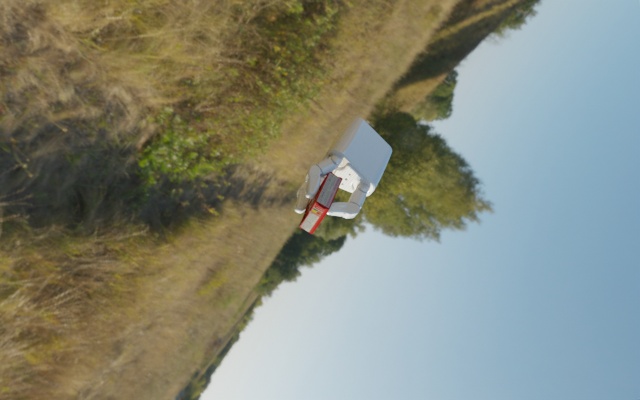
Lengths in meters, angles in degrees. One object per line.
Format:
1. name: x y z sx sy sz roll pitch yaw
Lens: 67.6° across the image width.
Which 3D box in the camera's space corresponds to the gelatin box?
1. gelatin box: 0.000 0.003 0.826 0.030 0.089 0.073 29 -46 -5
